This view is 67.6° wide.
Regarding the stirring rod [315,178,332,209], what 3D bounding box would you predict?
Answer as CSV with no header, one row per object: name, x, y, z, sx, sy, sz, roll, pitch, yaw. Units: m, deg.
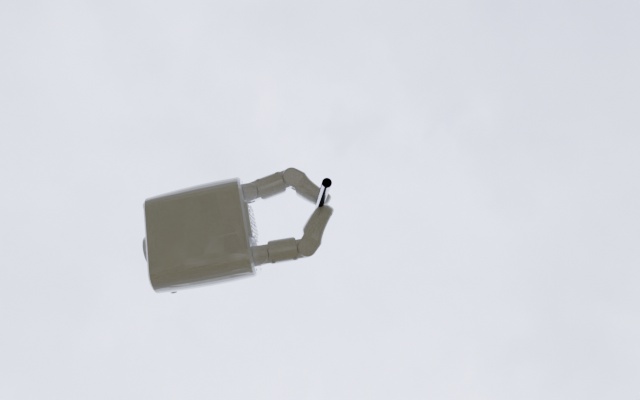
stirring rod,0.000,0.002,0.487,0.011,0.011,0.239,0,-7,-2
